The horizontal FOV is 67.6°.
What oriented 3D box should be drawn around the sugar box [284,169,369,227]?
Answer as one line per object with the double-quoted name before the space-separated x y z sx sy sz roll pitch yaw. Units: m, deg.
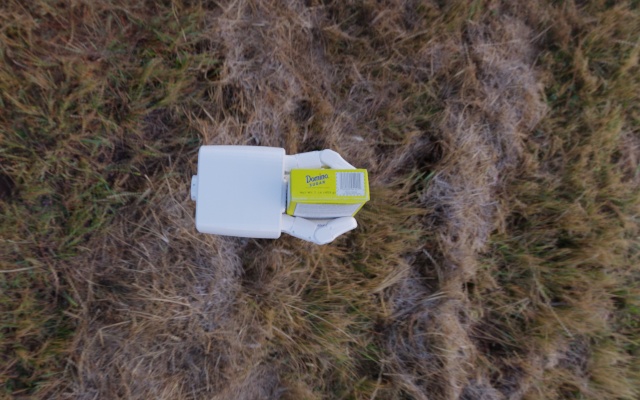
"sugar box" 0.000 0.002 0.633 0.093 0.048 0.176 1 -11 -8
